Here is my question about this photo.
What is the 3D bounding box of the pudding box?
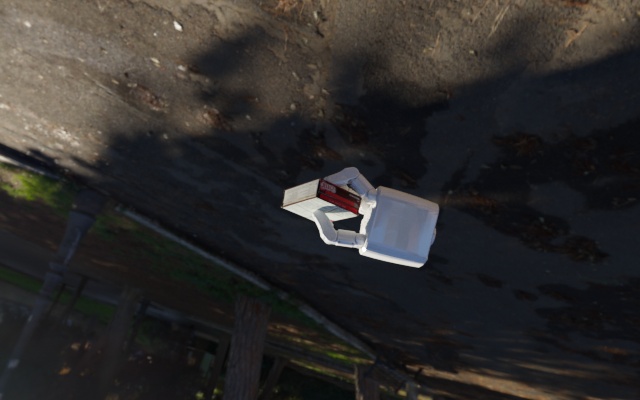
[{"bbox_3d":[0.000,0.003,0.808,0.090,0.039,0.113,25,-25,-30],"label":"pudding box"}]
